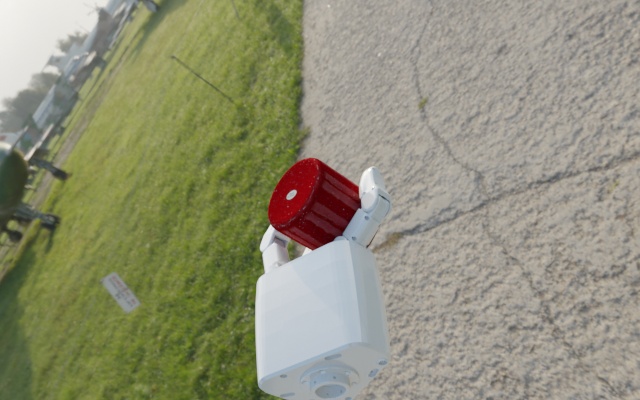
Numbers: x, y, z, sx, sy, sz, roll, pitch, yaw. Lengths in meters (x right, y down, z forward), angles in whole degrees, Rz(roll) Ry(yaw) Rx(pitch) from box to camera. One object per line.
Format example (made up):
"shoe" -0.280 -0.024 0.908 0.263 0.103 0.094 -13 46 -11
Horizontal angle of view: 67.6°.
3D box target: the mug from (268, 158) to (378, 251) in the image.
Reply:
"mug" 0.000 0.001 0.495 0.081 0.117 0.093 32 -60 -30
